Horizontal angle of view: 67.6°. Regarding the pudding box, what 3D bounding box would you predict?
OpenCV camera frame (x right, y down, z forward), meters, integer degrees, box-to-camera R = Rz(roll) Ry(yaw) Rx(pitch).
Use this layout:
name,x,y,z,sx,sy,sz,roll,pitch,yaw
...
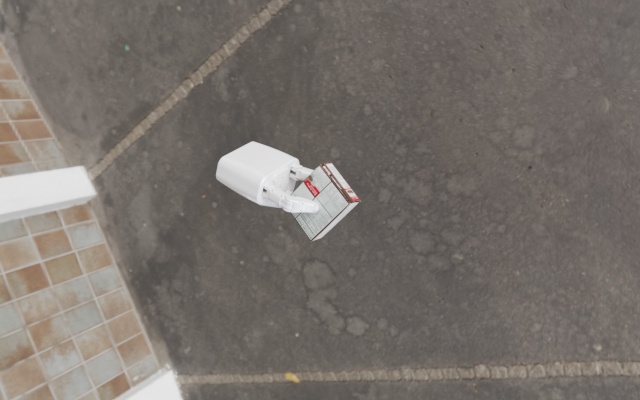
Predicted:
name,x,y,z,sx,sy,sz,roll,pitch,yaw
pudding box,0.000,0.003,0.826,0.113,0.090,0.039,-45,-15,32
